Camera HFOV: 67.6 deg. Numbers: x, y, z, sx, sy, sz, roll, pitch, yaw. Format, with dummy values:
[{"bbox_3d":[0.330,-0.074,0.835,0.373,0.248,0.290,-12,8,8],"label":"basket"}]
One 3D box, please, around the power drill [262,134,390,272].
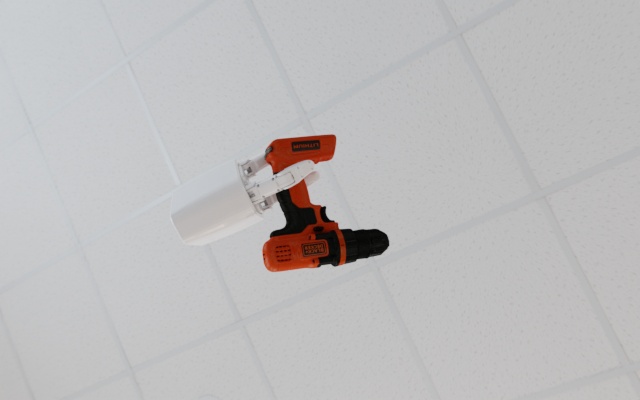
[{"bbox_3d":[0.000,0.002,0.683,0.184,0.187,0.057,-6,-12,-18],"label":"power drill"}]
